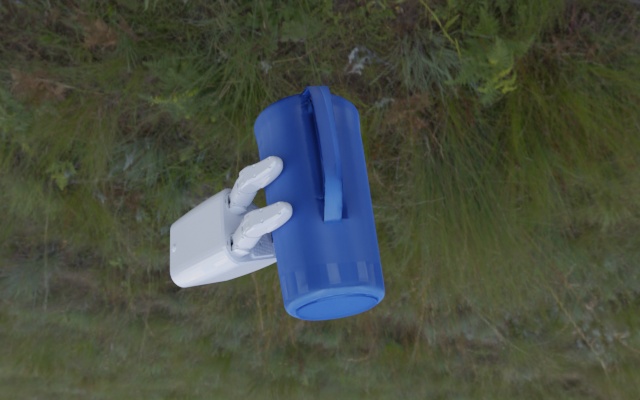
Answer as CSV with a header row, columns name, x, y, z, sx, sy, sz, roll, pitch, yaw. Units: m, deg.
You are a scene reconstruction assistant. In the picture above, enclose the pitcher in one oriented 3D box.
name,x,y,z,sx,sy,sz,roll,pitch,yaw
pitcher,0.000,0.002,0.545,0.145,0.242,0.149,-25,-30,29
